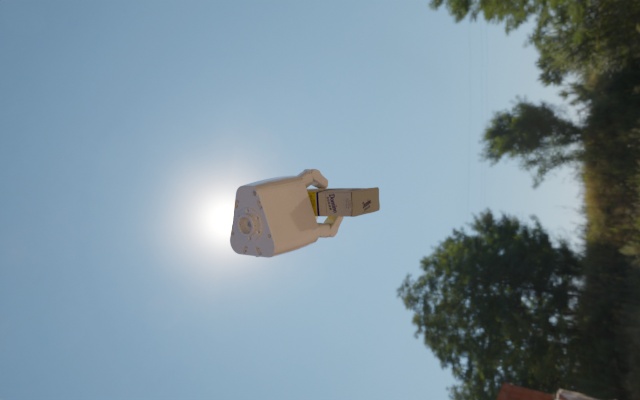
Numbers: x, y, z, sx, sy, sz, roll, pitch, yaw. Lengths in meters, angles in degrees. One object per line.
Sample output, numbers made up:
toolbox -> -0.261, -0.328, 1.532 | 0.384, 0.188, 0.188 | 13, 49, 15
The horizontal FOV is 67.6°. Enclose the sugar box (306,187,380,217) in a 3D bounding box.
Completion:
sugar box -> 0.000, 0.003, 0.797 | 0.176, 0.048, 0.093 | 2, 7, 34
